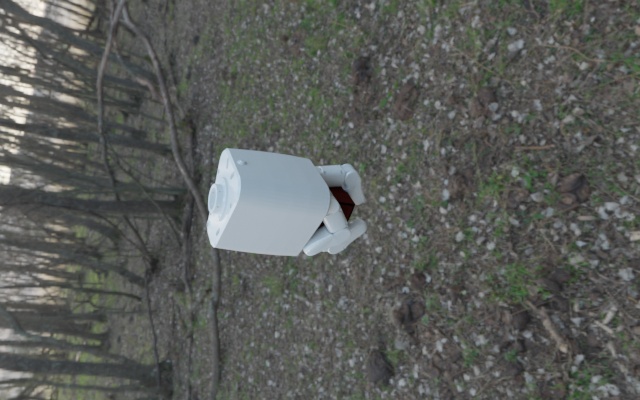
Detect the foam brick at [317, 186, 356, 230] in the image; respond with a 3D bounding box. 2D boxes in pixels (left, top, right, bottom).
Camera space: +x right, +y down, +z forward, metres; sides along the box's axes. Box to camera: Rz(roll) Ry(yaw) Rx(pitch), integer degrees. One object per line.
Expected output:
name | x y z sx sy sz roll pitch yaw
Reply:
foam brick | 0.000 0.002 0.608 0.051 0.053 0.078 7 30 -27
